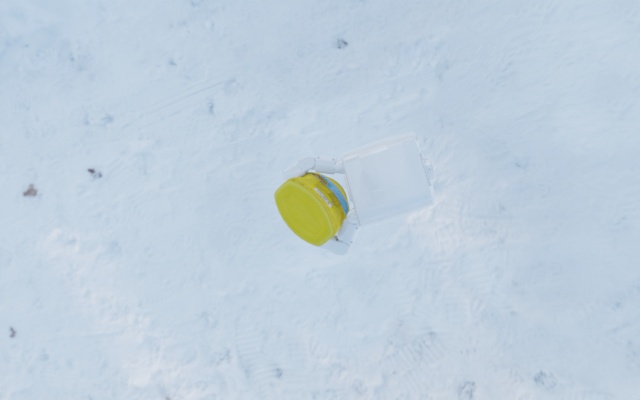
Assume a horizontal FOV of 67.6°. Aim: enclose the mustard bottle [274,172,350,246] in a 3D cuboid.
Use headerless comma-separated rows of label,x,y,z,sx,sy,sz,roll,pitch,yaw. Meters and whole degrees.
mustard bottle,0.000,0.003,0.706,0.058,0.096,0.191,-43,-3,17
